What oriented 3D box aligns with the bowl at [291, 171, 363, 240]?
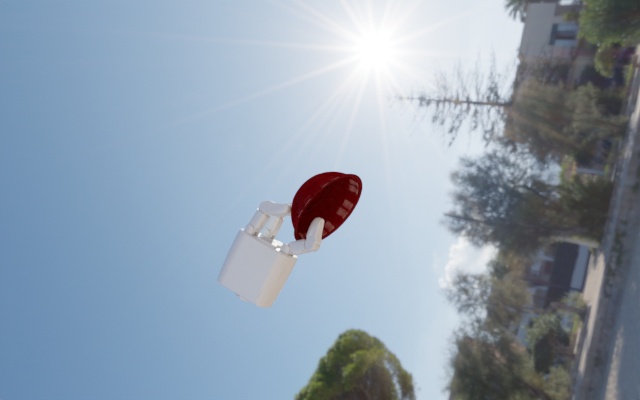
[{"bbox_3d":[0.001,0.002,0.868,0.055,0.162,0.162,44,24,28],"label":"bowl"}]
